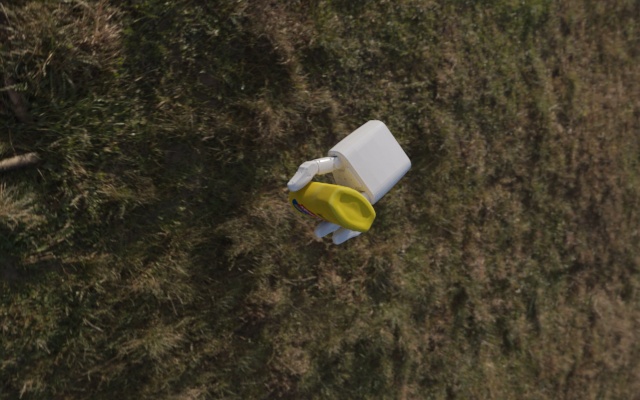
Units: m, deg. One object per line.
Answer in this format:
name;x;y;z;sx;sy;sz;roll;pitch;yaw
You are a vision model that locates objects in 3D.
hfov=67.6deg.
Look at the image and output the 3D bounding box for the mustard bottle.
mustard bottle;0.000;0.003;0.806;0.096;0.058;0.191;33;-11;-32
